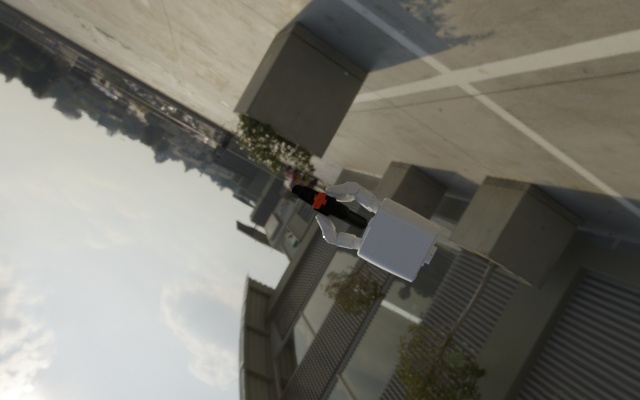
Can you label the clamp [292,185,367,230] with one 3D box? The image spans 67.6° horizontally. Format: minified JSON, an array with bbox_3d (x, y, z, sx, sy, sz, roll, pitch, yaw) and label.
[{"bbox_3d":[0.000,0.004,0.864,0.164,0.036,0.210,26,-1,14],"label":"clamp"}]
